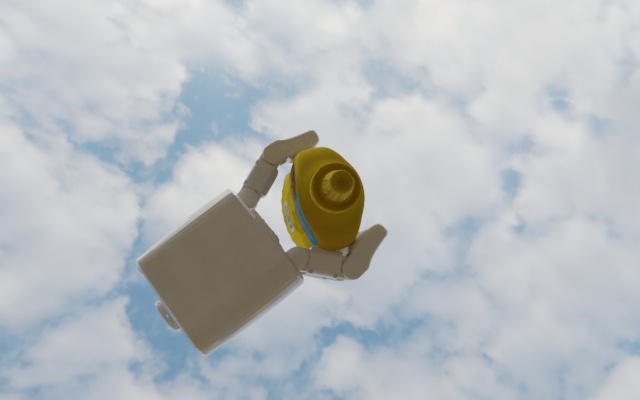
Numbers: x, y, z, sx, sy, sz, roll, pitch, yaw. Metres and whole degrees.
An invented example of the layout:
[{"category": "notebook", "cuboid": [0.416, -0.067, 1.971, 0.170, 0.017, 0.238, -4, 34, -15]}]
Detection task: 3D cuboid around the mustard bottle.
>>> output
[{"category": "mustard bottle", "cuboid": [0.000, 0.001, 0.452, 0.058, 0.096, 0.192, -13, -7, -11]}]
